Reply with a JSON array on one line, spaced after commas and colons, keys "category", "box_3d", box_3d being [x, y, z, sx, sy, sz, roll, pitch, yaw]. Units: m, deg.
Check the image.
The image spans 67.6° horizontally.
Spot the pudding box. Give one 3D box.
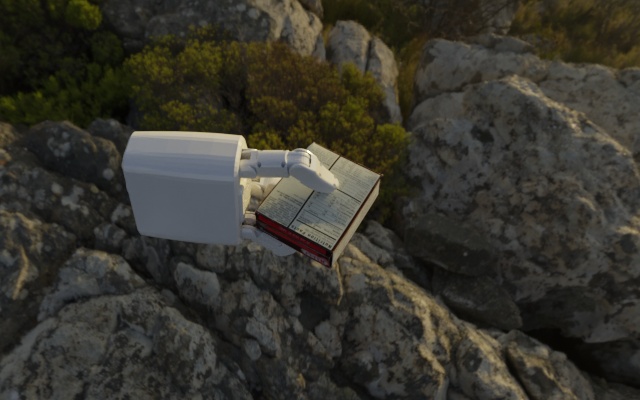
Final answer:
[{"category": "pudding box", "box_3d": [0.000, 0.001, 0.492, 0.090, 0.113, 0.039, 28, -29, 14]}]
